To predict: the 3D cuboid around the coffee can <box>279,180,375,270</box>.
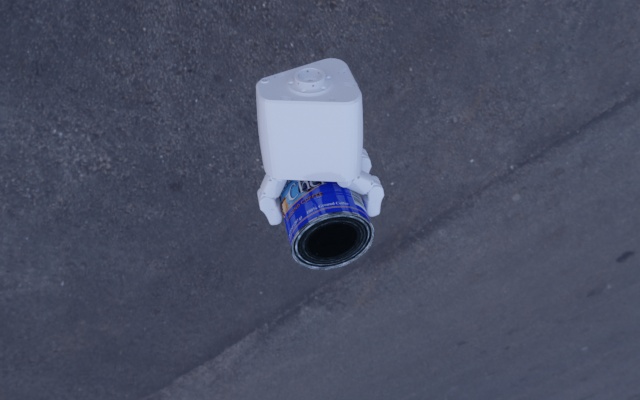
[{"bbox_3d":[0.000,0.002,0.614,0.103,0.140,0.103,-9,-43,-9],"label":"coffee can"}]
